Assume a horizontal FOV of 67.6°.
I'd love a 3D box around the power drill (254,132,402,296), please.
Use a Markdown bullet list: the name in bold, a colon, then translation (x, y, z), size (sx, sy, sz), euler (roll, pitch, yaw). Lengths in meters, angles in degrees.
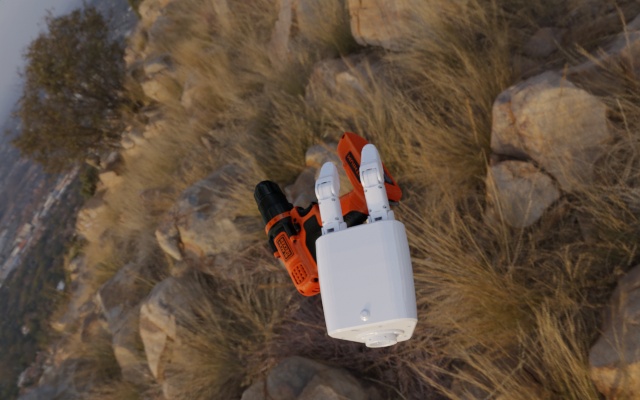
- **power drill**: translation (0.000, 0.002, 0.622), size (0.188, 0.184, 0.057), euler (-45, -30, 26)
